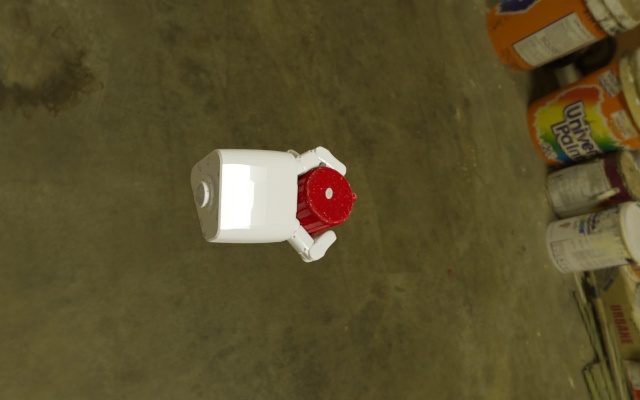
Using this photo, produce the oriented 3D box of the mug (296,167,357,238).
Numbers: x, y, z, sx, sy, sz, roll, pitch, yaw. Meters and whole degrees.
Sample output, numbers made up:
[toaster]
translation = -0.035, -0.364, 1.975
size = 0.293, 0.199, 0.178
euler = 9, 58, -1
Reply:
[mug]
translation = 0.001, 0.002, 0.667
size = 0.117, 0.093, 0.081
euler = 0, -14, -37
